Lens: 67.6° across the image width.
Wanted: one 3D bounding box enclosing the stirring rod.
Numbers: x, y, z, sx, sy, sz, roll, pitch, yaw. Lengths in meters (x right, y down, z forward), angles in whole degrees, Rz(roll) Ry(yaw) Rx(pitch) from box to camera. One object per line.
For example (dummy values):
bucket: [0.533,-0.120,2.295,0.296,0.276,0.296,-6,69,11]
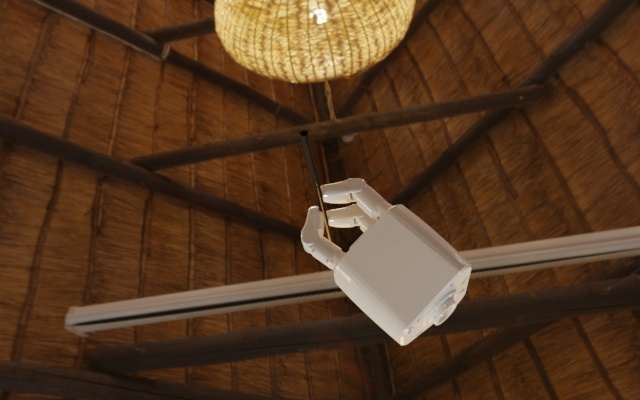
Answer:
stirring rod: [0.000,0.002,0.577,0.011,0.011,0.240,0,-35,10]
